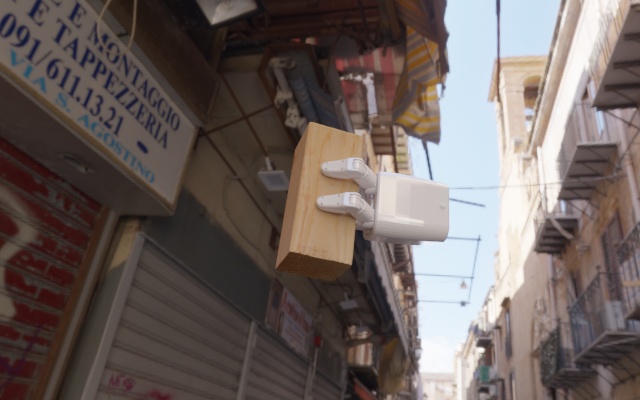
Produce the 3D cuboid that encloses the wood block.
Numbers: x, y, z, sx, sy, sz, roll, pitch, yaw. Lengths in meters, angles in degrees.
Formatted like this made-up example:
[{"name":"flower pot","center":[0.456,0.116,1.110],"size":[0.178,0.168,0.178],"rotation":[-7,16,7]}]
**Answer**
[{"name":"wood block","center":[0.000,0.002,0.706],"size":[0.090,0.206,0.091],"rotation":[14,-28,-12]}]
